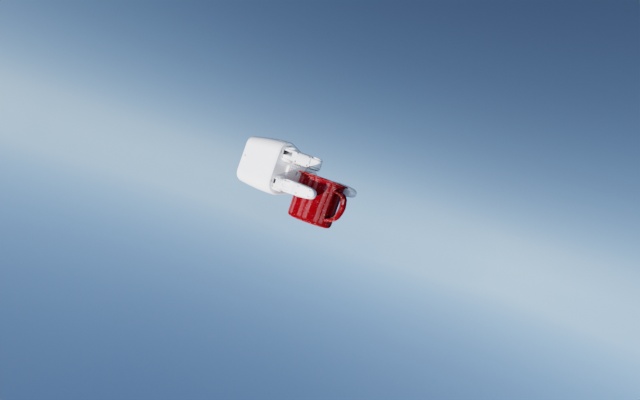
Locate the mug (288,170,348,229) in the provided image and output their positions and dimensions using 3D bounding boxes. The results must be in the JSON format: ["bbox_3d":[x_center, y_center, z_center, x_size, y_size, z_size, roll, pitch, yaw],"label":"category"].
[{"bbox_3d":[0.001,0.003,0.839,0.117,0.081,0.093,20,1,44],"label":"mug"}]
